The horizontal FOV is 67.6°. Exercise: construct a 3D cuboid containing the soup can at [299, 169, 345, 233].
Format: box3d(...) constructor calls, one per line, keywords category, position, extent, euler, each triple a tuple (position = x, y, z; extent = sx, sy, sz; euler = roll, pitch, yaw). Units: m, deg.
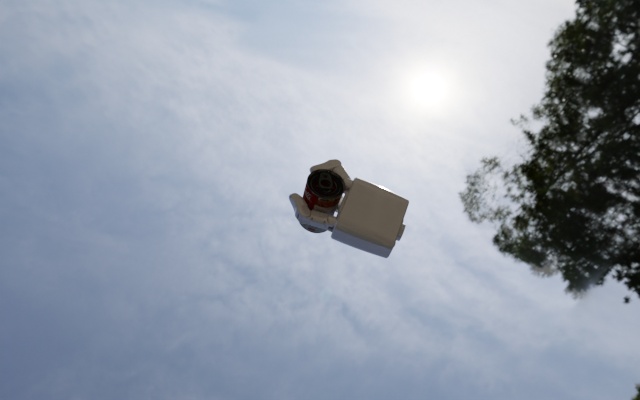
box3d(category="soup can", position=(0.000, 0.003, 0.856), extent=(0.068, 0.068, 0.102), euler=(0, -40, -15))
